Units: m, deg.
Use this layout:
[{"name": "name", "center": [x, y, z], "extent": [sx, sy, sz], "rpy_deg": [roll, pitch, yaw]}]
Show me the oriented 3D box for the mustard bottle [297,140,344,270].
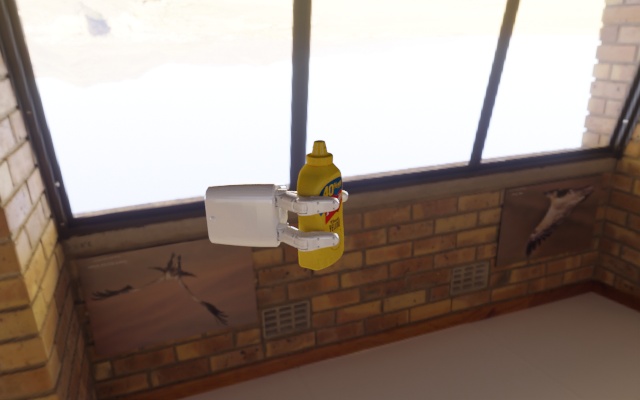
[{"name": "mustard bottle", "center": [0.000, 0.003, 0.732], "extent": [0.058, 0.192, 0.096], "rpy_deg": [10, 23, 30]}]
